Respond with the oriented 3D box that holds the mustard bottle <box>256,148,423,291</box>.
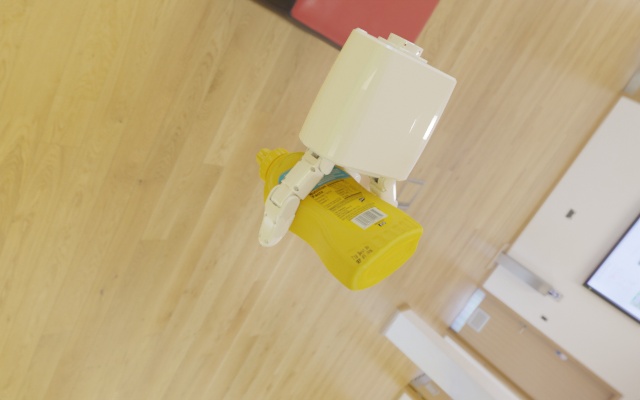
[{"bbox_3d":[0.000,0.002,0.474,0.096,0.058,0.191,-26,52,-36],"label":"mustard bottle"}]
